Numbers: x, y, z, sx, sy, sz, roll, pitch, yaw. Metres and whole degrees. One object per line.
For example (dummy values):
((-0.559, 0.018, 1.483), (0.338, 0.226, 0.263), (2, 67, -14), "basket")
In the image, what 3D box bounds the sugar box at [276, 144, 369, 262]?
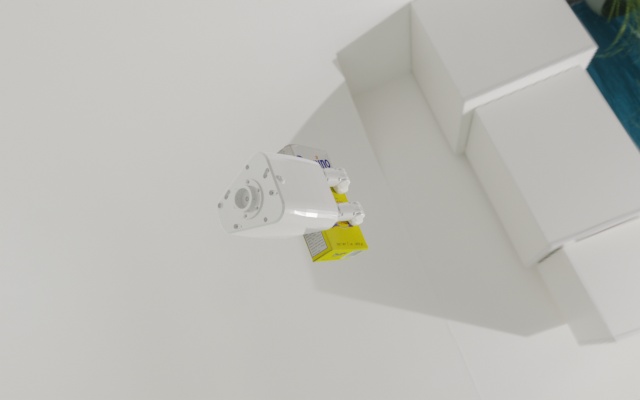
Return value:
((0.000, 0.002, 0.709), (0.048, 0.176, 0.093), (-33, -22, 32), "sugar box")
